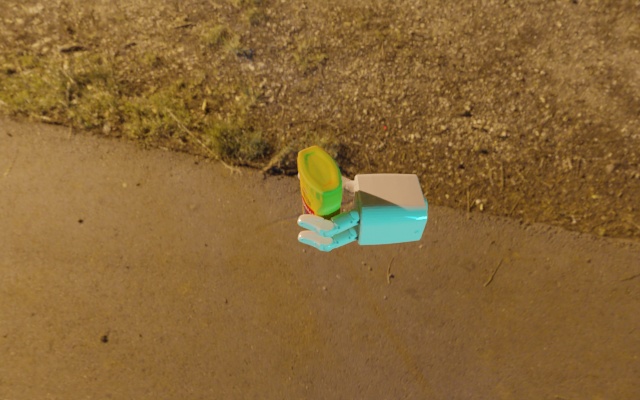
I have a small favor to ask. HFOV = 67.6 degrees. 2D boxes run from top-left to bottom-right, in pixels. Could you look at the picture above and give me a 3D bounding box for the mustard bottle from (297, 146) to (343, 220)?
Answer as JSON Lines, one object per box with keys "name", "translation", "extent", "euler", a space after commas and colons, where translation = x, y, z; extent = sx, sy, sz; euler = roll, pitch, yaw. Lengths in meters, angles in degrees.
{"name": "mustard bottle", "translation": [0.000, 0.003, 0.792], "extent": [0.058, 0.096, 0.192], "euler": [-23, -30, -13]}
